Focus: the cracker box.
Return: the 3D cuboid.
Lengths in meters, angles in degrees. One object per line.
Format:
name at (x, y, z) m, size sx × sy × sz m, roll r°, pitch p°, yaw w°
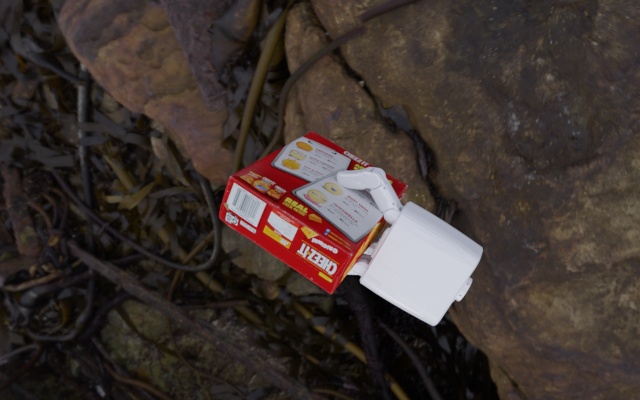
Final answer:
cracker box at (0.000, 0.002, 0.612) m, size 0.164 × 0.072 × 0.213 m, roll 32°, pitch 32°, yaw 11°
